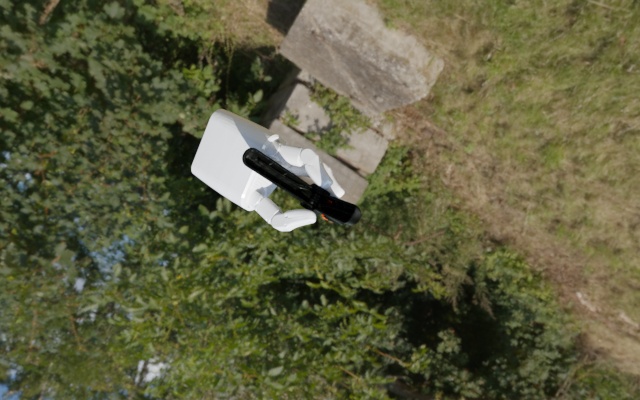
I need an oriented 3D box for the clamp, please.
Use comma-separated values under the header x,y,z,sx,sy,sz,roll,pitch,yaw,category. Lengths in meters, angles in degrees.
x,y,z,sx,sy,sz,roll,pitch,yaw,category
0.000,0.003,0.645,0.164,0.036,0.210,31,-3,22,clamp
